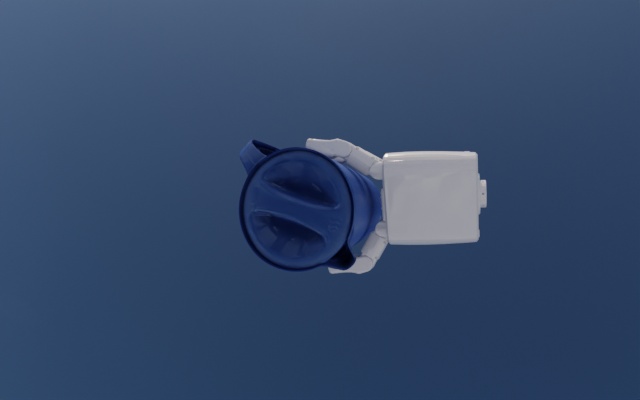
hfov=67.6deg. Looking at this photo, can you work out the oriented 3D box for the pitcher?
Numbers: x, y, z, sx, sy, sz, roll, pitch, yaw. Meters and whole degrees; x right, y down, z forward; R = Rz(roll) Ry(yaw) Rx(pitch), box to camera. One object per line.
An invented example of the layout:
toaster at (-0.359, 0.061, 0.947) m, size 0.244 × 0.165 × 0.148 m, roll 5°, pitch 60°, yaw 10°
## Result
pitcher at (0.000, 0.002, 0.617) m, size 0.145 × 0.149 × 0.243 m, roll -1°, pitch 0°, yaw 17°
